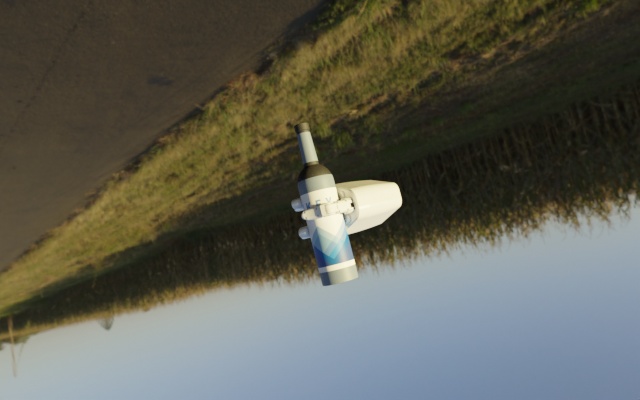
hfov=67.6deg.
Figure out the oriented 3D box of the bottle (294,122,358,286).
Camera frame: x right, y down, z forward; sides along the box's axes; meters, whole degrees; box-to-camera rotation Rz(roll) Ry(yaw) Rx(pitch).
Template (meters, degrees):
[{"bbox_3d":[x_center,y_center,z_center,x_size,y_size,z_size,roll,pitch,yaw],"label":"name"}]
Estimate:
[{"bbox_3d":[0.000,0.003,0.867,0.069,0.295,0.069,-14,-4,-1],"label":"bottle"}]
